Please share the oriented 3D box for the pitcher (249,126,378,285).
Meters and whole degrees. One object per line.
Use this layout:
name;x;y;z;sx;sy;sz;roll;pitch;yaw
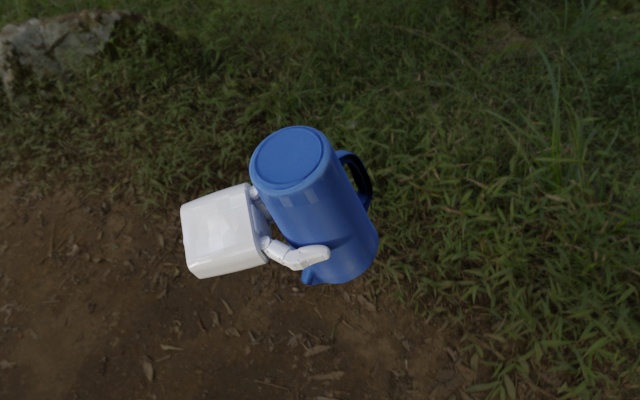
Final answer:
pitcher;0.000;0.002;0.676;0.145;0.149;0.243;-16;-36;9
